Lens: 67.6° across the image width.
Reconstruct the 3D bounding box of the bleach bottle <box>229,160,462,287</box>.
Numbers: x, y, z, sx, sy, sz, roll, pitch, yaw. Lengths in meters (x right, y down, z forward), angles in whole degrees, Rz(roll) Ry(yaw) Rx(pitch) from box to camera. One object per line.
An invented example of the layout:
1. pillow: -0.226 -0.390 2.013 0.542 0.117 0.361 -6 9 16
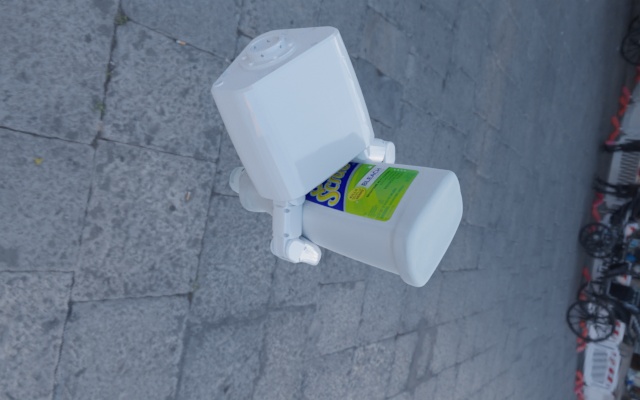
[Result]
1. bleach bottle: 0.000 0.001 0.465 0.251 0.068 0.102 12 49 37
